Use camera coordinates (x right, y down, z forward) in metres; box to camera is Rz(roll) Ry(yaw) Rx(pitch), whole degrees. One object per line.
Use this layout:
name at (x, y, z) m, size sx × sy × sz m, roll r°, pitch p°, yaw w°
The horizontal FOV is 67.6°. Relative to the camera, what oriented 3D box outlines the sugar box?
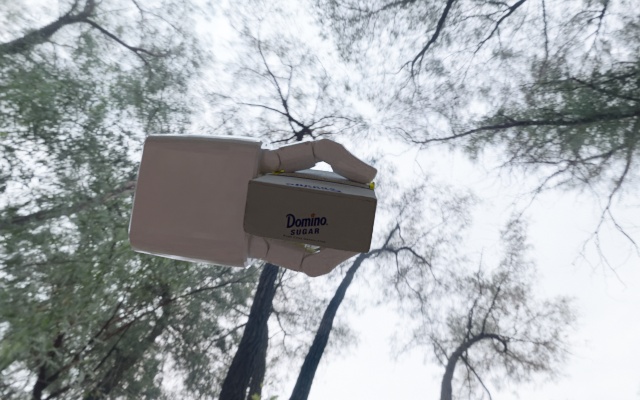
sugar box at (0.000, 0.002, 0.414) m, size 0.093 × 0.048 × 0.176 m, roll 9°, pitch 10°, yaw 5°
